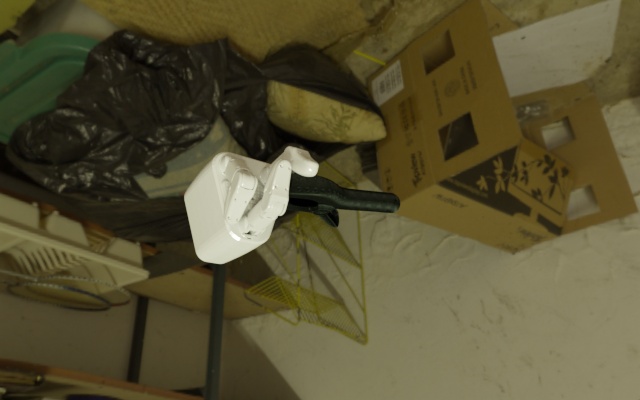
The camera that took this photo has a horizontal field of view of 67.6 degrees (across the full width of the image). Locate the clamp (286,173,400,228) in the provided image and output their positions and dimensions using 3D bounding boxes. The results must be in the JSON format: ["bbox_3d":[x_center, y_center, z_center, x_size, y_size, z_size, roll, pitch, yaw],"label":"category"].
[{"bbox_3d":[0.000,0.002,0.593,0.171,0.039,0.120,15,-29,-32],"label":"clamp"}]
